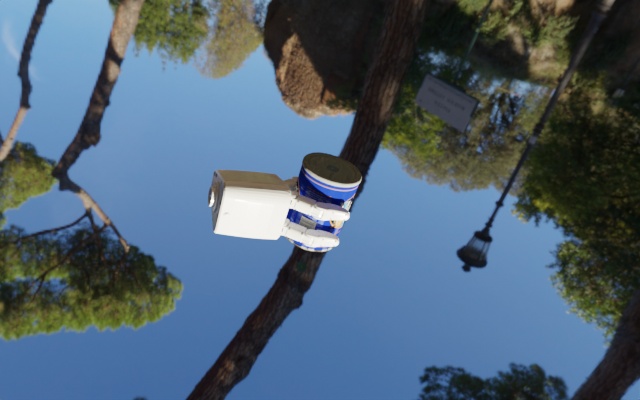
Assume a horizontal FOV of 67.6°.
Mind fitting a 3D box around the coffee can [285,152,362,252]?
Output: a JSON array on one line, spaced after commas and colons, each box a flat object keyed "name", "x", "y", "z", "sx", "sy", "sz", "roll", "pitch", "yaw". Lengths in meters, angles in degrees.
[{"name": "coffee can", "x": 0.000, "y": 0.003, "z": 0.825, "sx": 0.103, "sy": 0.140, "sz": 0.102, "roll": 15, "pitch": 29, "yaw": -8}]
